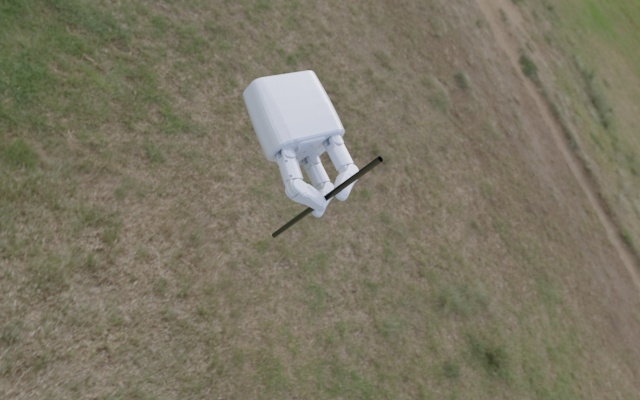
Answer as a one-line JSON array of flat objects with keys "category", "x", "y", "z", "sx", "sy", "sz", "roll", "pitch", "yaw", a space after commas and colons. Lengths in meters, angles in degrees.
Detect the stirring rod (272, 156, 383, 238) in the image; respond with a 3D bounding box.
[{"category": "stirring rod", "x": 0.000, "y": 0.002, "z": 0.652, "sx": 0.011, "sy": 0.011, "sz": 0.240, "roll": 0, "pitch": -25, "yaw": -41}]
